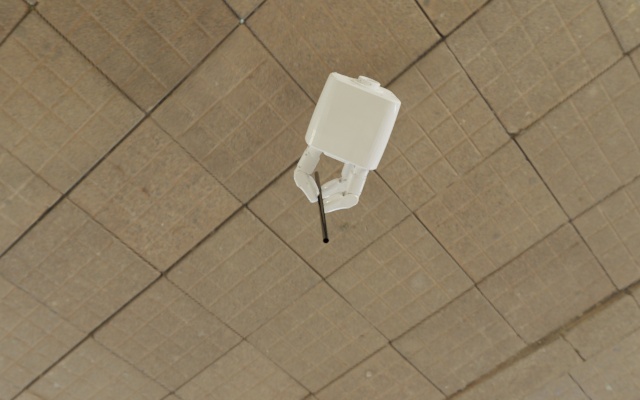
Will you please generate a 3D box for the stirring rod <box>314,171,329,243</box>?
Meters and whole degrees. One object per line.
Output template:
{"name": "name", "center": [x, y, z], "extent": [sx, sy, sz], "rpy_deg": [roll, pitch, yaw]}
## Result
{"name": "stirring rod", "center": [0.000, 0.002, 0.727], "extent": [0.011, 0.011, 0.239], "rpy_deg": [0, 25, -4]}
